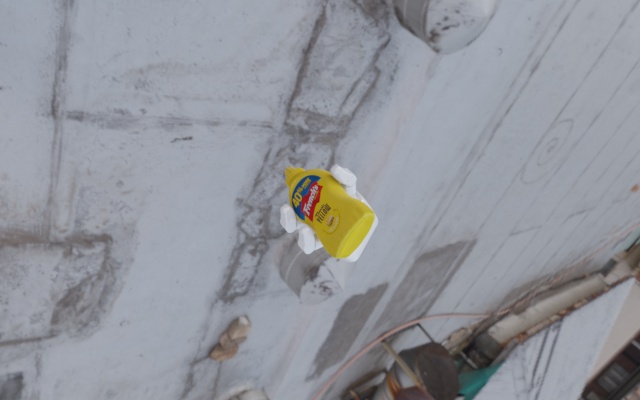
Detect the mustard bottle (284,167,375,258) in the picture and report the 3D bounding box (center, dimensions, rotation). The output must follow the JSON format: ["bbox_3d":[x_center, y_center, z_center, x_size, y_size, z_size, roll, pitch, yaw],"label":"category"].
[{"bbox_3d":[0.000,0.003,0.802,0.058,0.096,0.191,5,32,-50],"label":"mustard bottle"}]
